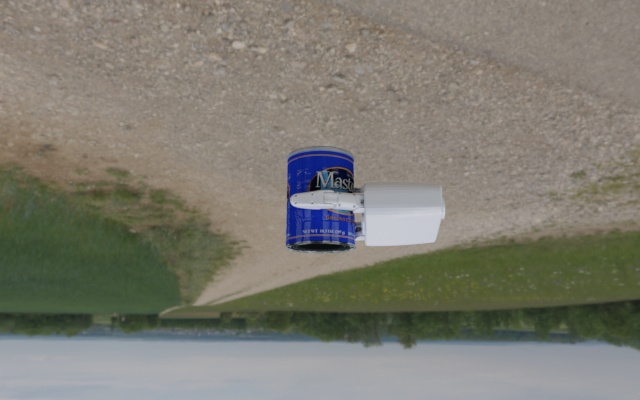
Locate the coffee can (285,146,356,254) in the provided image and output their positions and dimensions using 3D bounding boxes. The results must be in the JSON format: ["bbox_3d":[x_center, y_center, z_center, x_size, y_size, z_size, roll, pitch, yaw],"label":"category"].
[{"bbox_3d":[0.000,0.002,0.709,0.103,0.140,0.103,0,-14,0],"label":"coffee can"}]
